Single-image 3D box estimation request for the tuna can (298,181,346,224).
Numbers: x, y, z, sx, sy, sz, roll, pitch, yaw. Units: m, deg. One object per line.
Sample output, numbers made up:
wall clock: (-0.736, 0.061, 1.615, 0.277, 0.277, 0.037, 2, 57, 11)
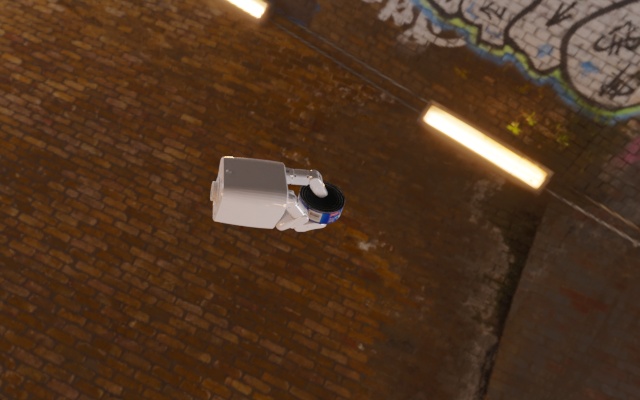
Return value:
tuna can: (0.000, 0.003, 0.874, 0.086, 0.034, 0.086, 11, 41, -9)
